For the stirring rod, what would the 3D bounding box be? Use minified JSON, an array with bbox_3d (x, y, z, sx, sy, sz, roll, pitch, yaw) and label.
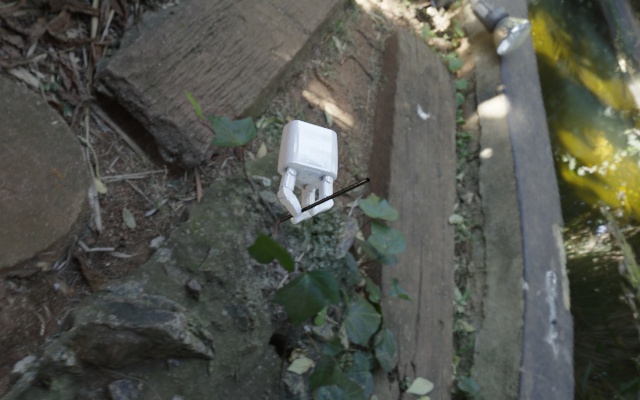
[{"bbox_3d":[0.000,0.003,0.870,0.011,0.011,0.239,0,-18,-43],"label":"stirring rod"}]
